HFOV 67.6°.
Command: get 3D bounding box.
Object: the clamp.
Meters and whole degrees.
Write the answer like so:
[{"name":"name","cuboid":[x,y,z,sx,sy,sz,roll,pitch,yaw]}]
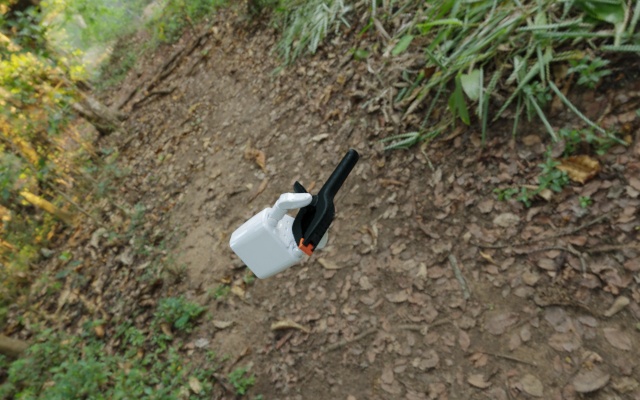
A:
[{"name":"clamp","cuboid":[-0.001,0.003,0.854,0.164,0.209,0.036,-33,-59,32]}]
